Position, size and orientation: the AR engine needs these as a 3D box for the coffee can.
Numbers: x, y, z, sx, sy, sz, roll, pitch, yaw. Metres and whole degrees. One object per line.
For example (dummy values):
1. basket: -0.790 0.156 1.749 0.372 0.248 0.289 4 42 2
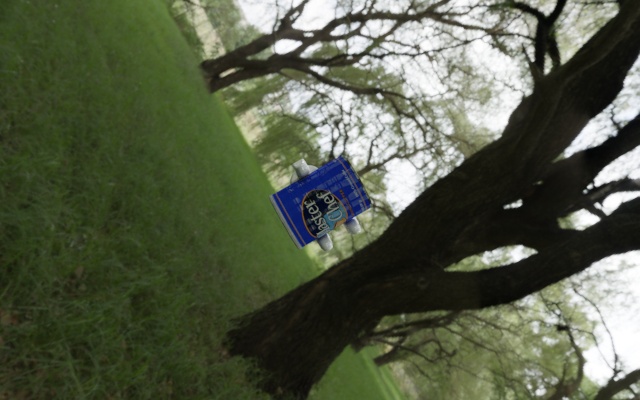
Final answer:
1. coffee can: 0.000 0.003 0.790 0.140 0.103 0.103 -30 1 -2
